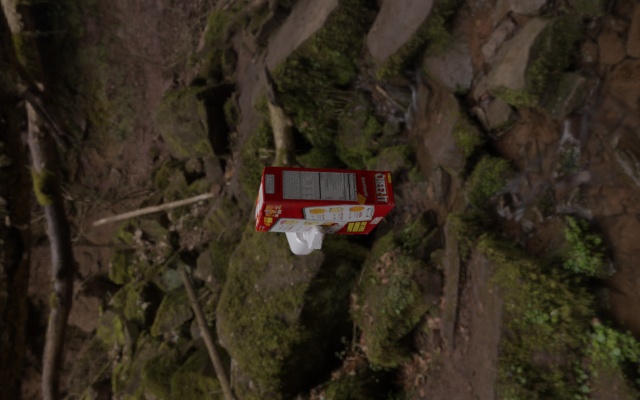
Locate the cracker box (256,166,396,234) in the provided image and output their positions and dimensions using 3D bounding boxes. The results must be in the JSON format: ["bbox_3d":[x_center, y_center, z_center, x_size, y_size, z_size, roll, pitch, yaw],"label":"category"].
[{"bbox_3d":[0.000,0.003,0.824,0.214,0.072,0.164,1,-20,-11],"label":"cracker box"}]
